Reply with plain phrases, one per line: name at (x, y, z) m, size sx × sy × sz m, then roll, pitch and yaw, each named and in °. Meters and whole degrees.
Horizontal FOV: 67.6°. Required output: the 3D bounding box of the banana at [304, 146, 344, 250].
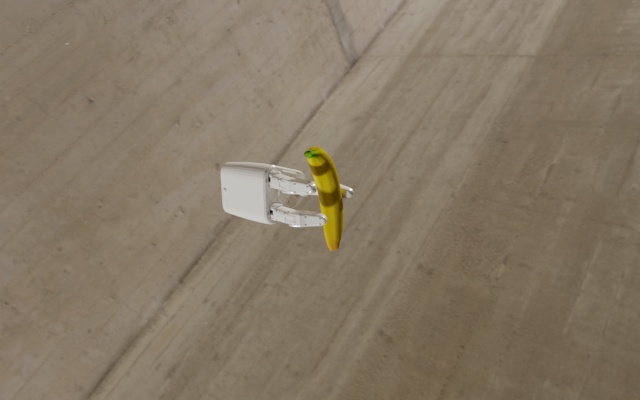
banana at (0.007, -0.012, 0.760) m, size 0.037 × 0.198 × 0.069 m, roll 6°, pitch 41°, yaw 29°
